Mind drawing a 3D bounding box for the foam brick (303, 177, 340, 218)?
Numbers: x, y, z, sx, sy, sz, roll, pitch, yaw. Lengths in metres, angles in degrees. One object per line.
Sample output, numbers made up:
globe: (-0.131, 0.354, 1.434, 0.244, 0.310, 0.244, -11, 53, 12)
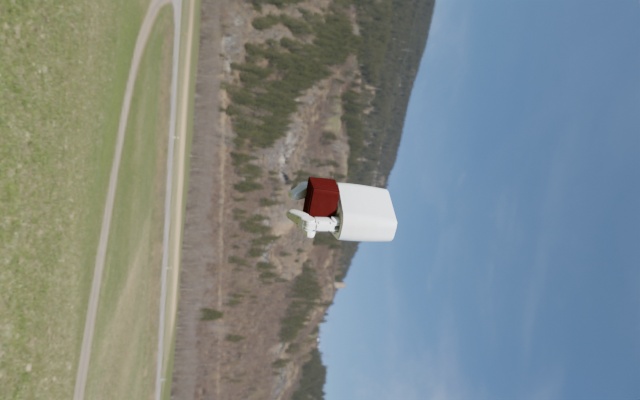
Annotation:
foam brick: (0.000, 0.003, 0.871, 0.051, 0.078, 0.053, 5, 27, -12)
